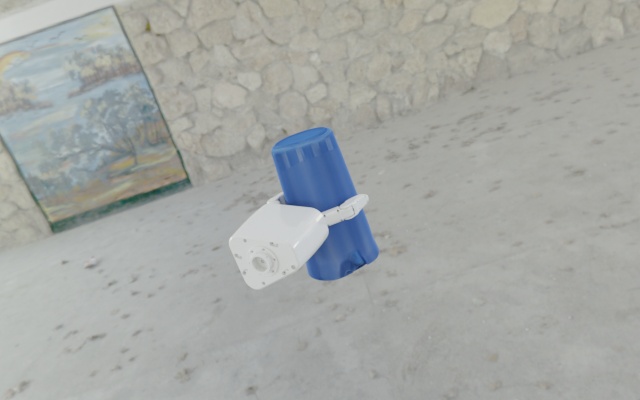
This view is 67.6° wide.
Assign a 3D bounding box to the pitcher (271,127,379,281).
[{"bbox_3d":[0.000,0.003,0.826,0.149,0.243,0.145,-10,20,27],"label":"pitcher"}]
